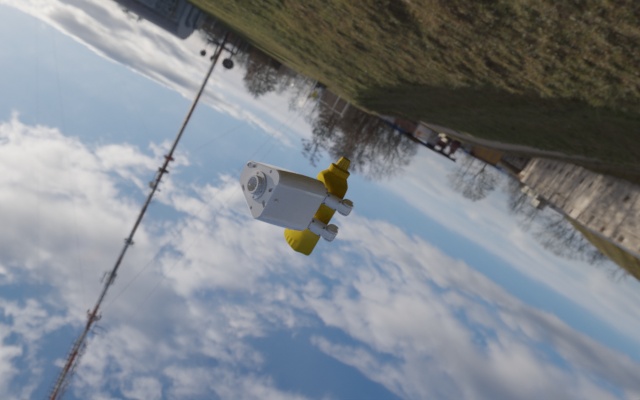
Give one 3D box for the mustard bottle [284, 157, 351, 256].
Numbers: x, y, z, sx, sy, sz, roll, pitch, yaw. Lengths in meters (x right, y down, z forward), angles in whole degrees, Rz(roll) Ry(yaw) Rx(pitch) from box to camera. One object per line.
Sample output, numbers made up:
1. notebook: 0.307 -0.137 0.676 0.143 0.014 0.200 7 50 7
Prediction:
1. mustard bottle: 0.000 0.003 0.899 0.058 0.192 0.096 25 15 -21
